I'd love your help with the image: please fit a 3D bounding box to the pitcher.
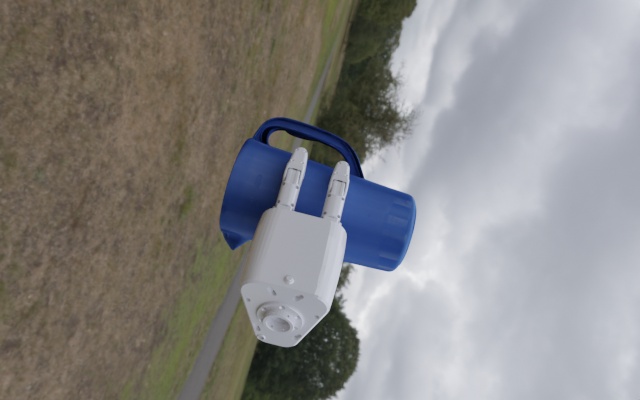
[{"bbox_3d":[0.000,0.002,0.637,0.243,0.149,0.145,16,43,-1],"label":"pitcher"}]
